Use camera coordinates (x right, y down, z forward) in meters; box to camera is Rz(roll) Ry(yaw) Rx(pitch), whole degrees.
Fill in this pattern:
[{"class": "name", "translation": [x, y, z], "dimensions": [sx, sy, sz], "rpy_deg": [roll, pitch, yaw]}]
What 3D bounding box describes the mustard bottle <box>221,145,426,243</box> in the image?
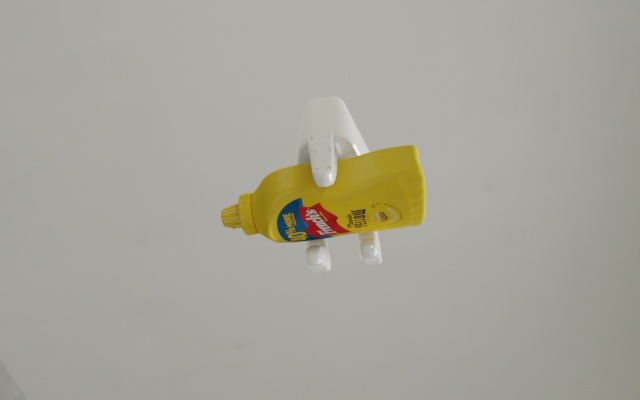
[{"class": "mustard bottle", "translation": [0.000, 0.002, 0.455], "dimensions": [0.191, 0.058, 0.096], "rpy_deg": [-9, -31, 5]}]
